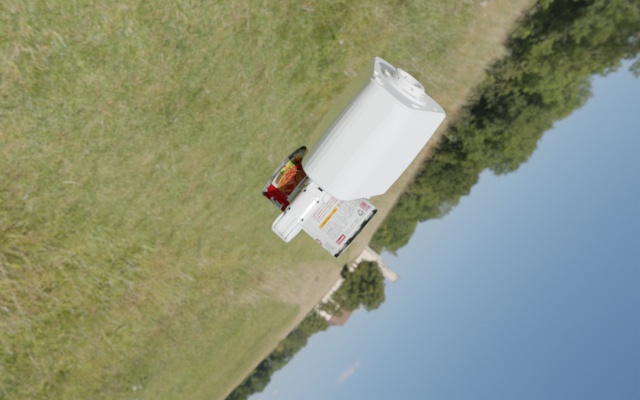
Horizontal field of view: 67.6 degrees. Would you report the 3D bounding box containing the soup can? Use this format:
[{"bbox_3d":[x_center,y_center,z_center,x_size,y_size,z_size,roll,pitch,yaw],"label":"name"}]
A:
[{"bbox_3d":[0.000,0.002,0.494,0.102,0.068,0.068,41,4,5],"label":"soup can"}]
